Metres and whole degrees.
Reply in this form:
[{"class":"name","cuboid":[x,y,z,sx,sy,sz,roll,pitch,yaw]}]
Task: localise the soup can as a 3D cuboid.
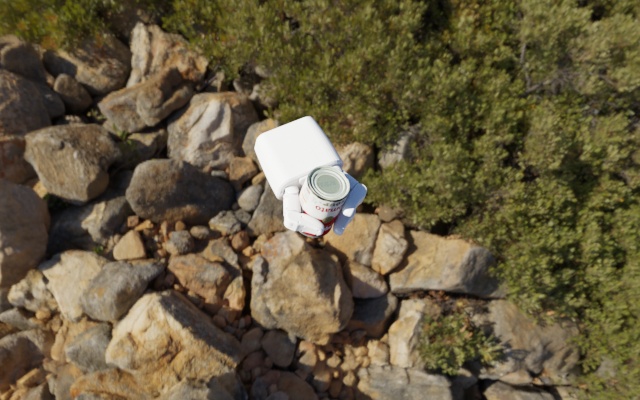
[{"class":"soup can","cuboid":[0.000,0.003,0.738,0.068,0.068,0.102,0,-35,-18]}]
